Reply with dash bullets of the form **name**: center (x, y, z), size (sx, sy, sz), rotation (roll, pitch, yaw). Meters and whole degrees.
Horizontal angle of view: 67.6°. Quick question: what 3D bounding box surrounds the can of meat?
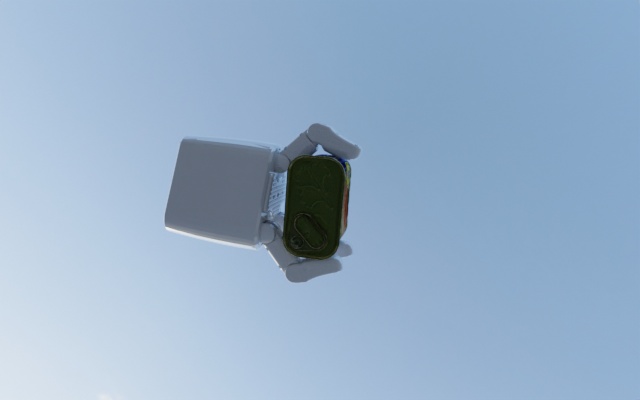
- **can of meat**: center (0.000, 0.002, 0.502), size (0.057, 0.102, 0.084), rotation (6, 9, 9)
